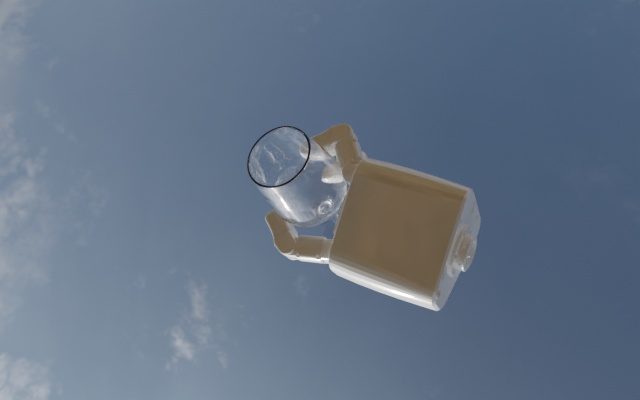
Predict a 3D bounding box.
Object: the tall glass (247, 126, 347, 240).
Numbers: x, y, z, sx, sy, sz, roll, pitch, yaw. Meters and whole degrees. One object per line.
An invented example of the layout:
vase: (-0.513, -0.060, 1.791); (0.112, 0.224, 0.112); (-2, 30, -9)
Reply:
tall glass: (0.000, 0.002, 0.497); (0.079, 0.079, 0.201); (0, -24, 24)
